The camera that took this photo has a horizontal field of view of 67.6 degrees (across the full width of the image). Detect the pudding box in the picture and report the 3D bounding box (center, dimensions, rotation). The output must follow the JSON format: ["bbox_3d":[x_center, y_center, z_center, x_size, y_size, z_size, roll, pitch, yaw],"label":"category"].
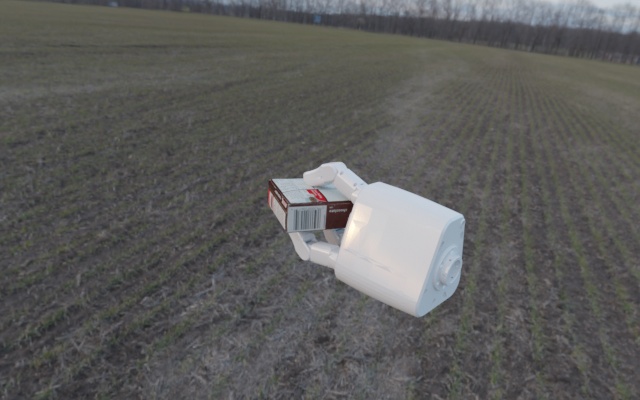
[{"bbox_3d":[0.000,0.002,0.585,0.113,0.039,0.090,-2,21,-20],"label":"pudding box"}]
